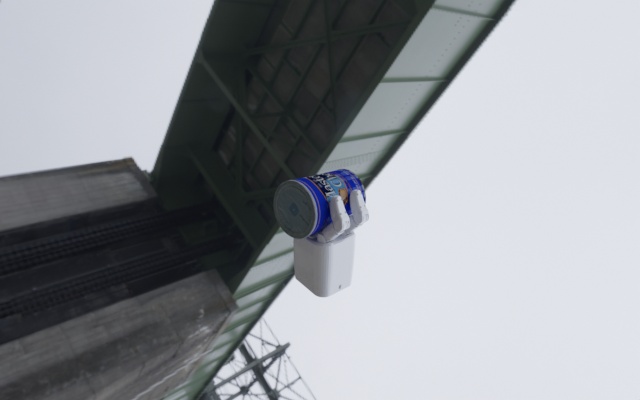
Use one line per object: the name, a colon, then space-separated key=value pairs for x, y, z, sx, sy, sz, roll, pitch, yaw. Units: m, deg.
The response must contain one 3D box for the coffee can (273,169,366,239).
coffee can: x=0.000 y=0.003 z=0.866 sx=0.103 sy=0.103 sz=0.140 roll=0 pitch=11 yaw=43
